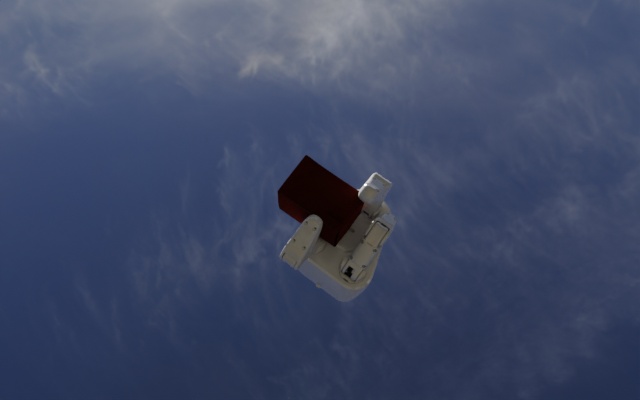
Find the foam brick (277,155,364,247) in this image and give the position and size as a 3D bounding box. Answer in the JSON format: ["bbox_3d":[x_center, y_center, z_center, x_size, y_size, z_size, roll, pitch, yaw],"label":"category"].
[{"bbox_3d":[0.000,0.001,0.504,0.078,0.053,0.051,35,-18,10],"label":"foam brick"}]
